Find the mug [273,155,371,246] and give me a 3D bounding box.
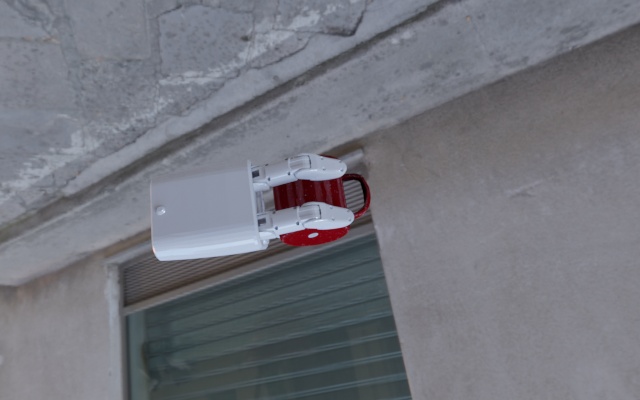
[{"bbox_3d":[0.002,0.002,0.552,0.117,0.081,0.093,-9,-20,-1],"label":"mug"}]
